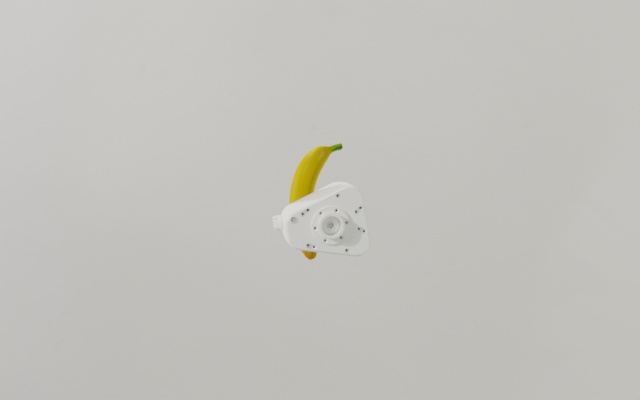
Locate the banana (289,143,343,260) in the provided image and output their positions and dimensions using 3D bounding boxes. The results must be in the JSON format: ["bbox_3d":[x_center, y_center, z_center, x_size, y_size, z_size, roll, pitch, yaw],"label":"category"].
[{"bbox_3d":[-0.017,-0.005,0.769,0.069,0.198,0.037,15,-1,-12],"label":"banana"}]
